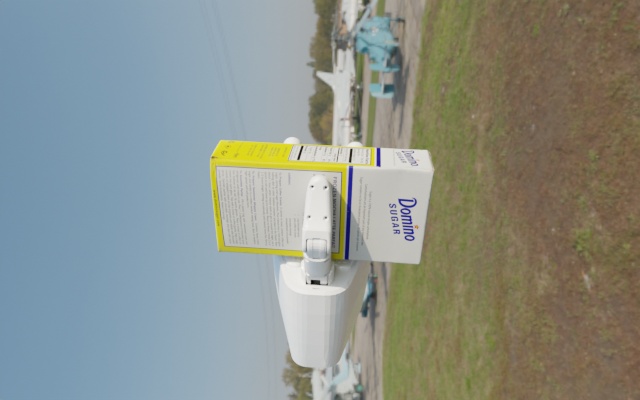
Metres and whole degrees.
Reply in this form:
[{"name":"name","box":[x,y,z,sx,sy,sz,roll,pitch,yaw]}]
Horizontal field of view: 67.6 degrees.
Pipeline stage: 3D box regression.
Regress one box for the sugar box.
[{"name":"sugar box","box":[0.000,0.001,0.404,0.176,0.093,0.048,3,31,2]}]
